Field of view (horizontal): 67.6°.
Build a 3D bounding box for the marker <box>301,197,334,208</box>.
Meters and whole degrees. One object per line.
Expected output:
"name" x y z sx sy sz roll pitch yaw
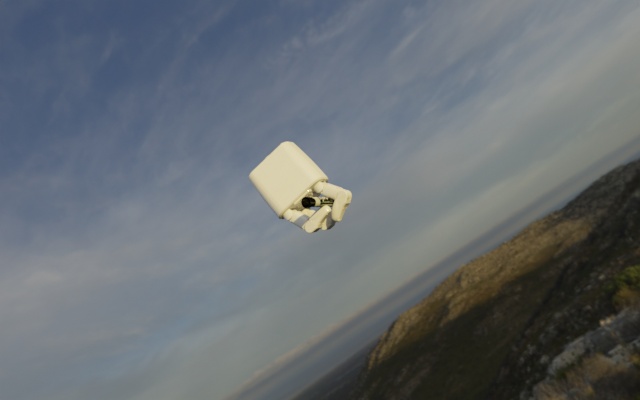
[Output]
"marker" 0.000 0.003 0.841 0.020 0.020 0.121 0 0 27
